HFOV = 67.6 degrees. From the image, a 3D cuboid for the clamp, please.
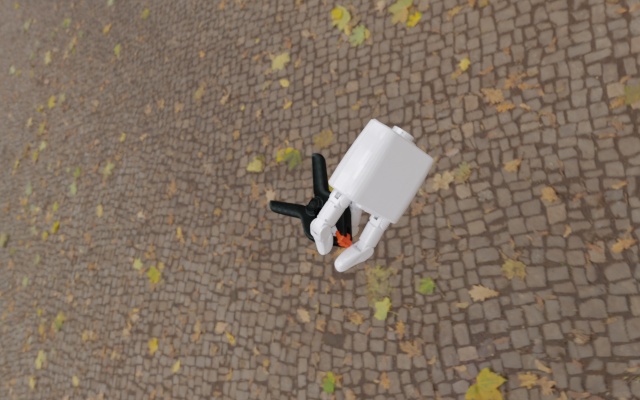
[{"bbox_3d":[0.000,0.002,0.726,0.171,0.120,0.039,38,8,39],"label":"clamp"}]
